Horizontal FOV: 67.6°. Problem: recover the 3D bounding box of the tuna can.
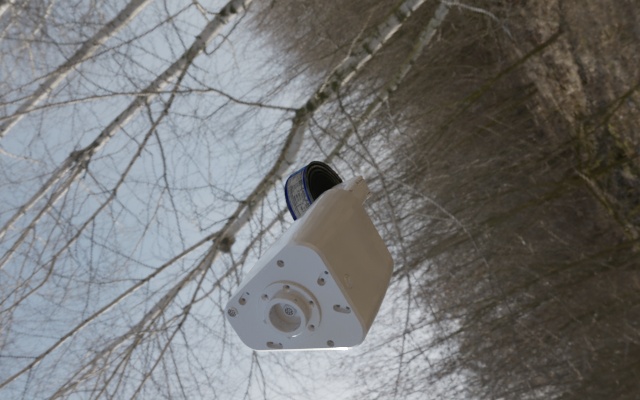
[{"bbox_3d":[0.000,0.002,0.521,0.034,0.086,0.086,-29,-15,28],"label":"tuna can"}]
